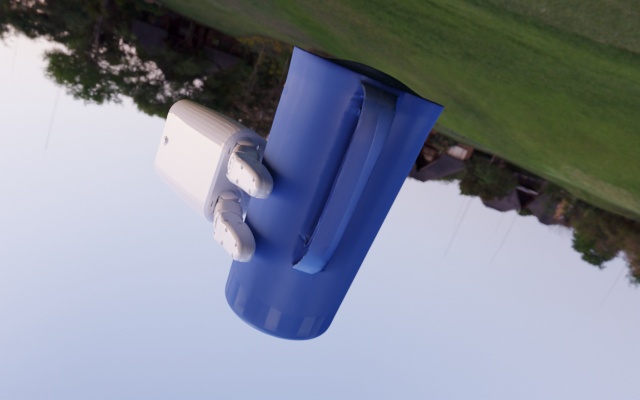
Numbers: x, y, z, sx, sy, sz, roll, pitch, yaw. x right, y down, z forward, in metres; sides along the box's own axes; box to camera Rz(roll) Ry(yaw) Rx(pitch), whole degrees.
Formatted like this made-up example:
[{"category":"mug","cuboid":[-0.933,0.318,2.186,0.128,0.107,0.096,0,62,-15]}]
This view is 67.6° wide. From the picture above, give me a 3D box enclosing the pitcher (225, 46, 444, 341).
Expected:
[{"category":"pitcher","cuboid":[0.000,0.001,0.419,0.145,0.243,0.149,32,19,34]}]
